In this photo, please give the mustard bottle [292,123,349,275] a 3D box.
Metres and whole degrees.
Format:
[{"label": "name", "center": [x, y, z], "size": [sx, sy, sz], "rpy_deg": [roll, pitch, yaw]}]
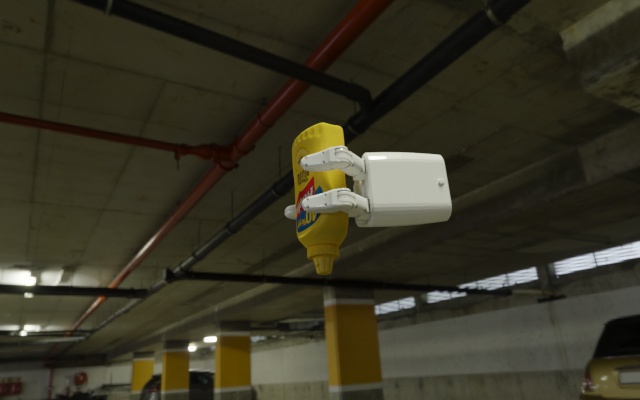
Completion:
[{"label": "mustard bottle", "center": [0.000, 0.002, 0.631], "size": [0.058, 0.191, 0.096], "rpy_deg": [8, -23, -30]}]
